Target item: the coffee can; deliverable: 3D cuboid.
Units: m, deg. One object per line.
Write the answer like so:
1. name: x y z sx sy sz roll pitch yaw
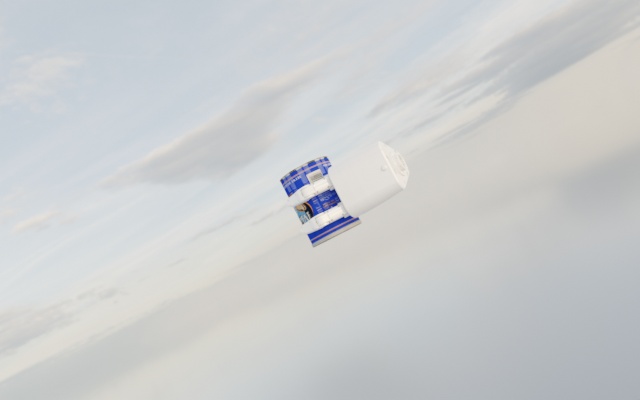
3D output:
1. coffee can: 0.000 0.003 0.892 0.103 0.140 0.103 -27 -5 -3
